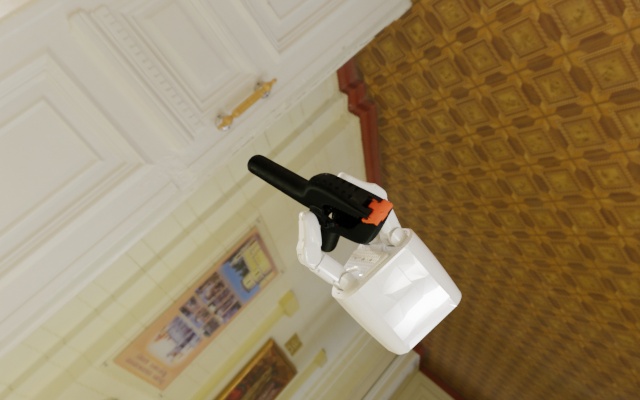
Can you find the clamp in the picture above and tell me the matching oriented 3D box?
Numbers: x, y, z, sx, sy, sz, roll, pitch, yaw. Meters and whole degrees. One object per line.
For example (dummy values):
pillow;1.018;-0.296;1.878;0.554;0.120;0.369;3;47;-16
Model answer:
clamp;0.000;0.002;0.535;0.164;0.036;0.210;46;-20;-15
